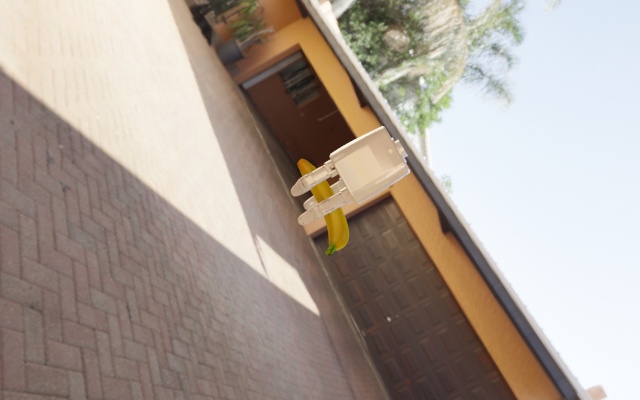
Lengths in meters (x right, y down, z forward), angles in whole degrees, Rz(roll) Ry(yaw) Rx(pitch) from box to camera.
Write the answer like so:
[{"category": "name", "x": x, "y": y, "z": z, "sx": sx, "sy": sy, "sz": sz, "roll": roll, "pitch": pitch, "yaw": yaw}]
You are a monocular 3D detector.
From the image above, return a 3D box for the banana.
[{"category": "banana", "x": 0.011, "y": 0.011, "z": 0.863, "sx": 0.037, "sy": 0.197, "sz": 0.070, "roll": -31, "pitch": -30, "yaw": 20}]
